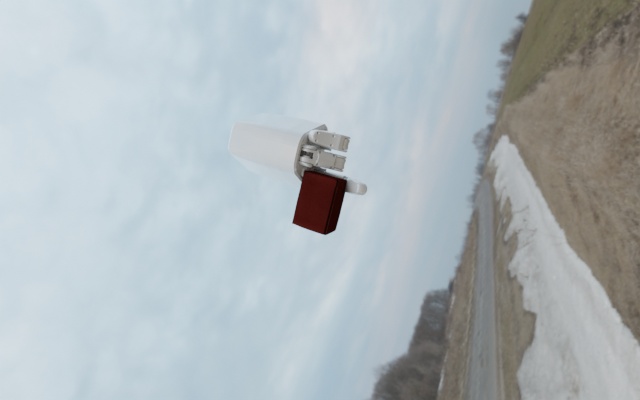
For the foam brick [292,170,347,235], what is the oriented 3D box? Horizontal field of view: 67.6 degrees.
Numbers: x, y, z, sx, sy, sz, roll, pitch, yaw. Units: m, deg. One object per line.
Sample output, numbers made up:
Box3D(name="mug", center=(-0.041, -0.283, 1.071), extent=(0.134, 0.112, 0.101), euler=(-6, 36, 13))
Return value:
Box3D(name="foam brick", center=(0.000, 0.002, 0.665), extent=(0.051, 0.078, 0.053), euler=(15, 6, 16))
